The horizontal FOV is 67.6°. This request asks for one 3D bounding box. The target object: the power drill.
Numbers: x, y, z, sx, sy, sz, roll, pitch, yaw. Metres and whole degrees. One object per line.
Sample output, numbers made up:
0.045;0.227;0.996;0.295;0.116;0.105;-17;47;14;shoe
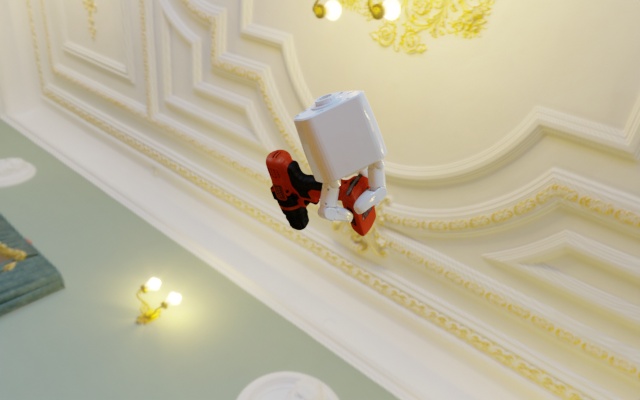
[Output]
0.000;0.003;0.834;0.187;0.057;0.185;13;-38;28;power drill
